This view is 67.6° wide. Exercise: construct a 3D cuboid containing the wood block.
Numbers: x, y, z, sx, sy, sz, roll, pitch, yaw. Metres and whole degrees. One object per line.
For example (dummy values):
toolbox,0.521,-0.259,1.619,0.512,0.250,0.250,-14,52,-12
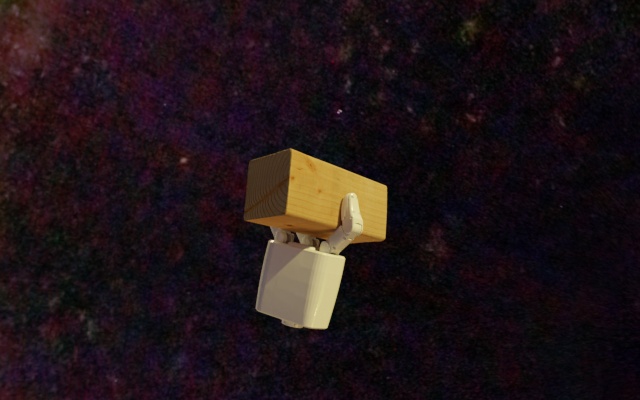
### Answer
wood block,0.000,0.003,0.705,0.091,0.090,0.206,-9,-19,43
